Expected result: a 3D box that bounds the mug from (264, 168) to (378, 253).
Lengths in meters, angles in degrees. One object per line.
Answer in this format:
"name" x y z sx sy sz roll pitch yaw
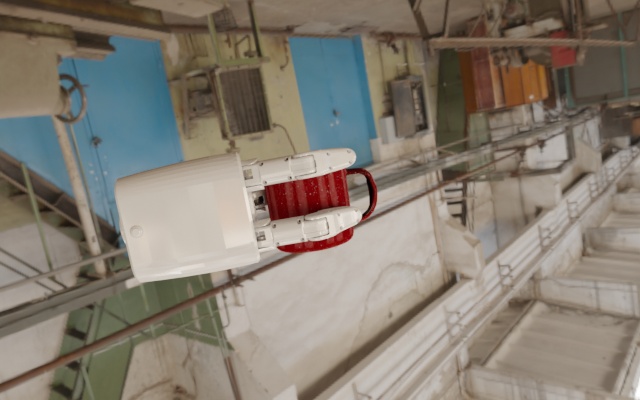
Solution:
"mug" 0.002 0.002 0.482 0.117 0.081 0.093 -10 8 -7
